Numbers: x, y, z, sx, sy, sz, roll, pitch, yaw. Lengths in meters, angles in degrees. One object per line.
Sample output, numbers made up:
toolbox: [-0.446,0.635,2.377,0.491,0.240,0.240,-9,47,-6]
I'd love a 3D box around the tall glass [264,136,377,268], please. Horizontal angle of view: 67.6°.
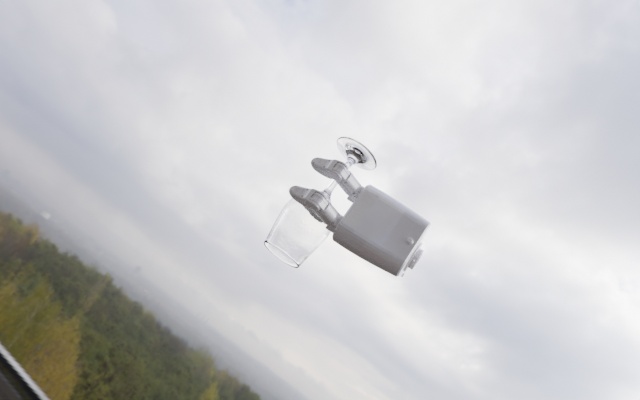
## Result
tall glass: [0.000,0.002,0.710,0.079,0.201,0.079,33,-19,13]
